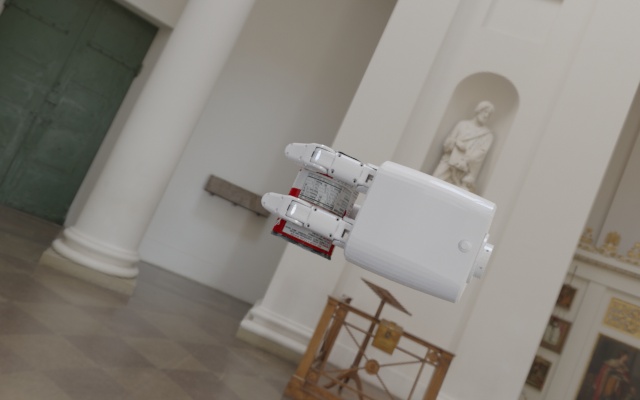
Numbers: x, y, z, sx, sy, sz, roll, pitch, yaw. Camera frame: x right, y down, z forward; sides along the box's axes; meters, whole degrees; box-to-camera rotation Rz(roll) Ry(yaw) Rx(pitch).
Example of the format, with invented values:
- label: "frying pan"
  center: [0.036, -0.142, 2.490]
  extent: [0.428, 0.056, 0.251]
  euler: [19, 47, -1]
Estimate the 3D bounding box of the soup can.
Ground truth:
- label: "soup can"
  center: [0.000, 0.001, 0.492]
  extent: [0.068, 0.102, 0.068]
  euler: [24, -5, 2]
